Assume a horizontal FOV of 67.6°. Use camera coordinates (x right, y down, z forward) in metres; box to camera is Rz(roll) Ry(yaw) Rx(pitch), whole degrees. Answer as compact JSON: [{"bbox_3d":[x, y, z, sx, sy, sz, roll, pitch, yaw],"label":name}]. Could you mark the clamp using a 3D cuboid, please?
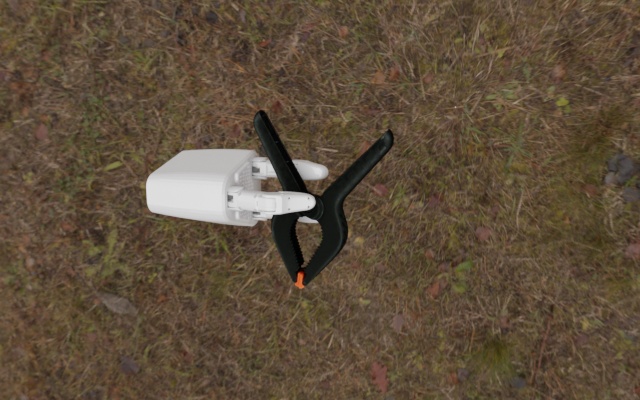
[{"bbox_3d":[0.000,0.003,0.560,0.164,0.210,0.036,4,12,15],"label":"clamp"}]
